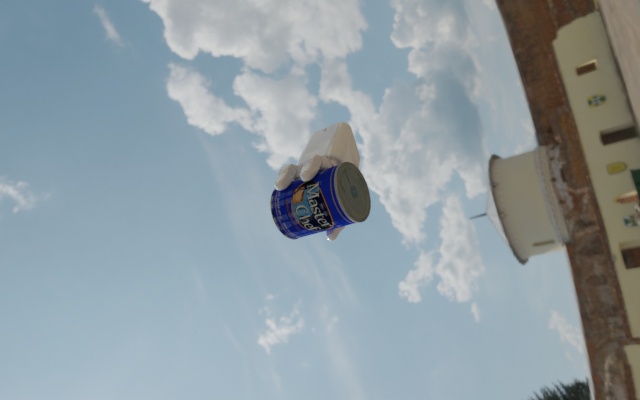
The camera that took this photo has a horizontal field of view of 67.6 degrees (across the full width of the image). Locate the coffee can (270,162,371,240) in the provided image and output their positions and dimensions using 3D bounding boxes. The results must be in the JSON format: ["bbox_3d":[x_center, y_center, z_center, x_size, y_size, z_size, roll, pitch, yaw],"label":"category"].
[{"bbox_3d":[0.000,0.003,0.817,0.140,0.103,0.103,-17,-9,32],"label":"coffee can"}]
